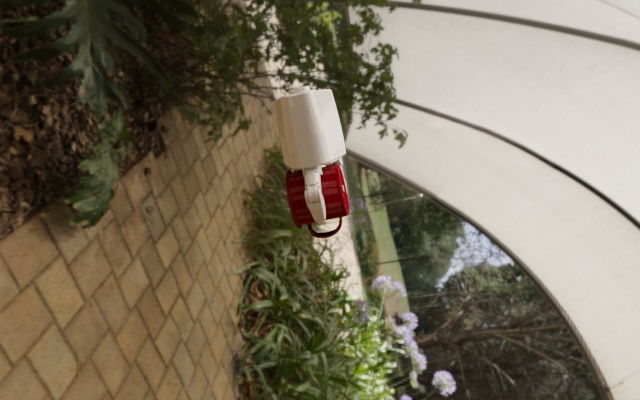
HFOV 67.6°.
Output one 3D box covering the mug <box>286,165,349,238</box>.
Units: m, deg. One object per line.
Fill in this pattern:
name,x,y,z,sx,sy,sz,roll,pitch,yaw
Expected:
mug,0.001,0.004,0.738,0.081,0.117,0.093,-11,12,8
